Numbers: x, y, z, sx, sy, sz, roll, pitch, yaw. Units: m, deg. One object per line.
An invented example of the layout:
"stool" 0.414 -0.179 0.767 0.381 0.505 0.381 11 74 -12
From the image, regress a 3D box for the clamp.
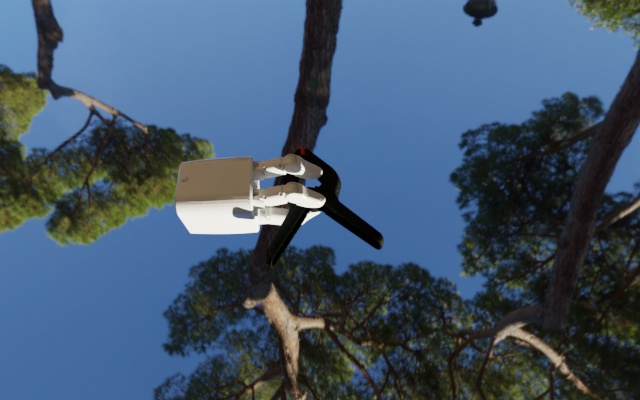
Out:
"clamp" 0.000 0.002 0.706 0.164 0.209 0.036 -3 -39 -3
